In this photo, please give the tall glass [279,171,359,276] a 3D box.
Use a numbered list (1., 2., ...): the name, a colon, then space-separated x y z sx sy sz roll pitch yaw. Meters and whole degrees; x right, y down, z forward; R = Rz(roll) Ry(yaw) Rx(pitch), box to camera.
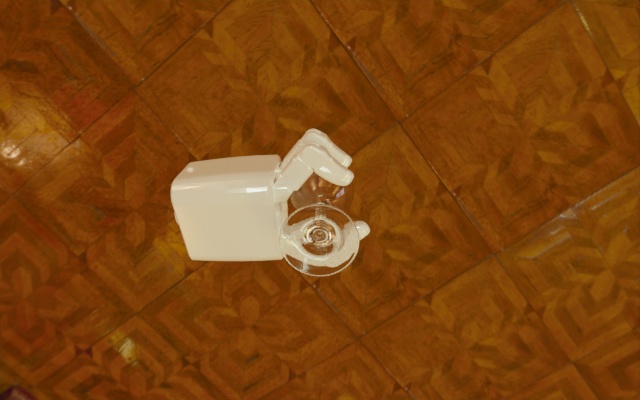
1. tall glass: 0.000 0.002 0.532 0.079 0.079 0.201 0 21 1
